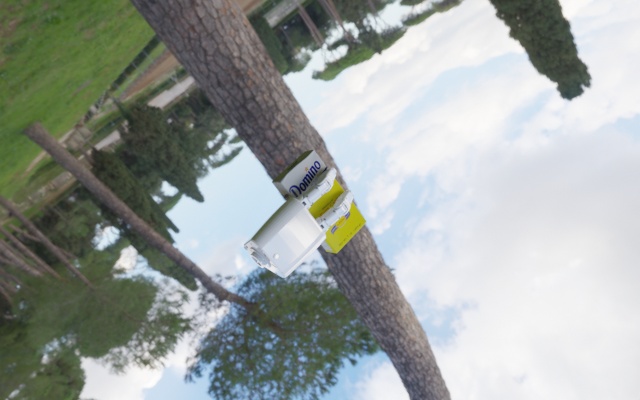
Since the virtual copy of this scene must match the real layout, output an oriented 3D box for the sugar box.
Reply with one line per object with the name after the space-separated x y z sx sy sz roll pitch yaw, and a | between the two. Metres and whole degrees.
0.000 0.003 0.888 0.093 0.176 0.048 -45 21 -21 | sugar box
